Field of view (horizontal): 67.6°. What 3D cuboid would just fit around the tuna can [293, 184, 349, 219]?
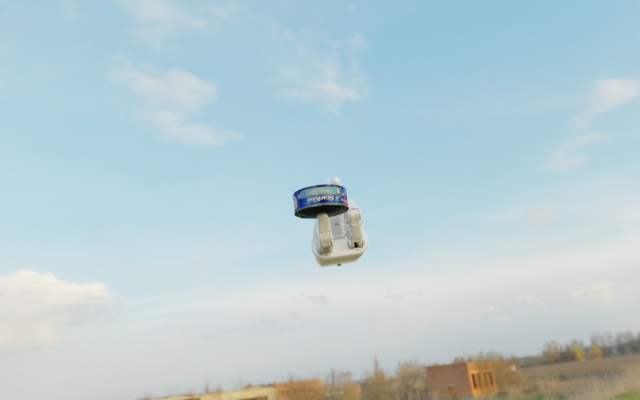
[{"bbox_3d":[0.000,0.002,0.743,0.086,0.033,0.086,-6,-15,-2],"label":"tuna can"}]
